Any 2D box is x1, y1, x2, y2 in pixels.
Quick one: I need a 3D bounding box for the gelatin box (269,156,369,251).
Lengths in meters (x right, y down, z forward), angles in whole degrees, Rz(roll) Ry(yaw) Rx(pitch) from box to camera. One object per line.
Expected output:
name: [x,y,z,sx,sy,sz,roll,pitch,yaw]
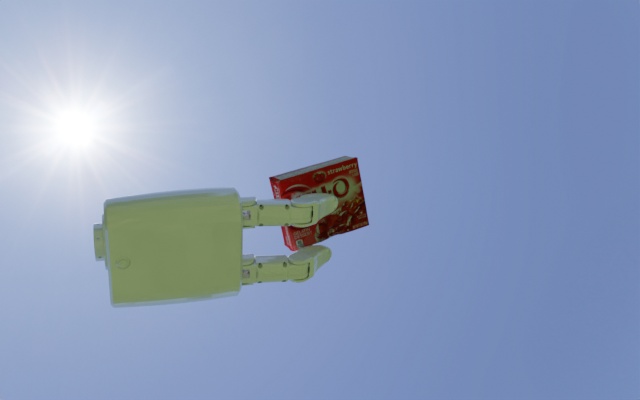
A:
gelatin box: [0.000,0.001,0.478,0.089,0.073,0.030,-17,16,-21]
